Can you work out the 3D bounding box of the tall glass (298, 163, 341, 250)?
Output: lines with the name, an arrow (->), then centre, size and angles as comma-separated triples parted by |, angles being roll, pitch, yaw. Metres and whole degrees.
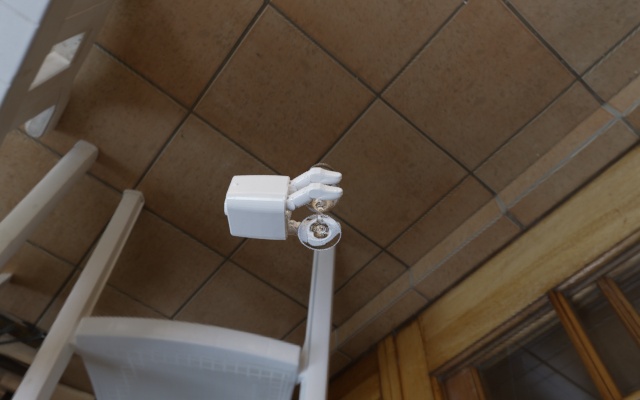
tall glass -> 0.000, 0.003, 0.893 | 0.079, 0.079, 0.201 | 0, 32, 2
